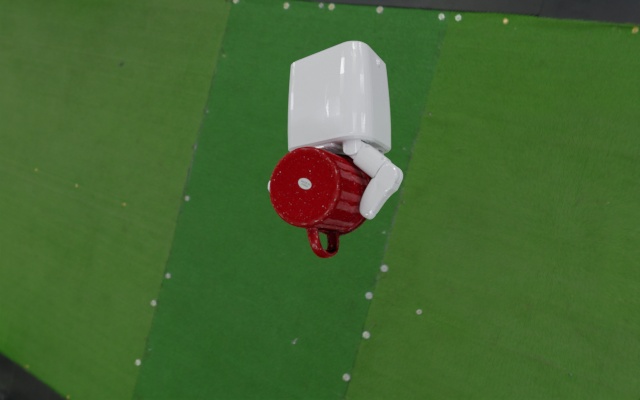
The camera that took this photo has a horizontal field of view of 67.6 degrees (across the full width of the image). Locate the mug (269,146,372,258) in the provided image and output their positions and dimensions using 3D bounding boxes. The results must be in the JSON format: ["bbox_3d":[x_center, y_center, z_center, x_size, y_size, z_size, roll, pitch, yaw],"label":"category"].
[{"bbox_3d":[0.000,0.003,0.500,0.093,0.117,0.081,-5,-8,26],"label":"mug"}]
